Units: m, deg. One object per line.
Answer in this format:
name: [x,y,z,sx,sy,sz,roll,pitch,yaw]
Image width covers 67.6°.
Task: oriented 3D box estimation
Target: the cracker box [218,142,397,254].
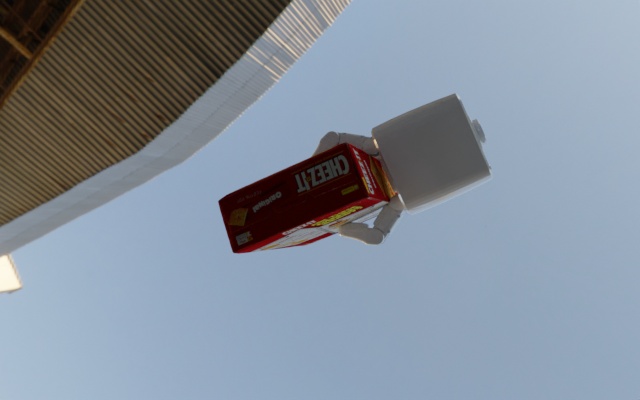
cracker box: [0.000,0.002,0.595,0.164,0.072,0.214,-23,-10,16]
